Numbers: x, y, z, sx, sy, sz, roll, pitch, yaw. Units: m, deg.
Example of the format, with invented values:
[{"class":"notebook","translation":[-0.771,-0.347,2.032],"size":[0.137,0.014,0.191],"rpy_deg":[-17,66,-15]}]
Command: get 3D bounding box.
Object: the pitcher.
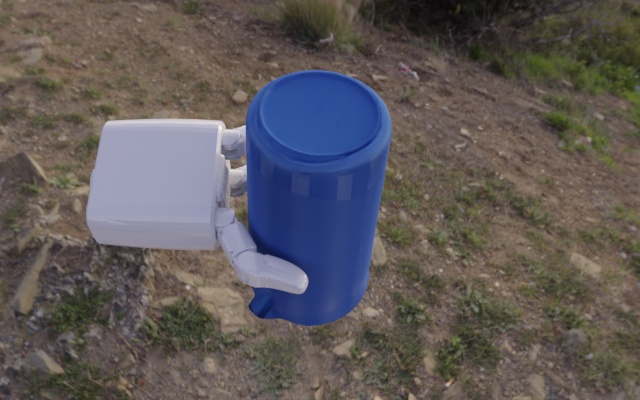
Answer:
[{"class":"pitcher","translation":[0.000,0.002,0.444],"size":[0.145,0.149,0.243],"rpy_deg":[1,-37,-4]}]
